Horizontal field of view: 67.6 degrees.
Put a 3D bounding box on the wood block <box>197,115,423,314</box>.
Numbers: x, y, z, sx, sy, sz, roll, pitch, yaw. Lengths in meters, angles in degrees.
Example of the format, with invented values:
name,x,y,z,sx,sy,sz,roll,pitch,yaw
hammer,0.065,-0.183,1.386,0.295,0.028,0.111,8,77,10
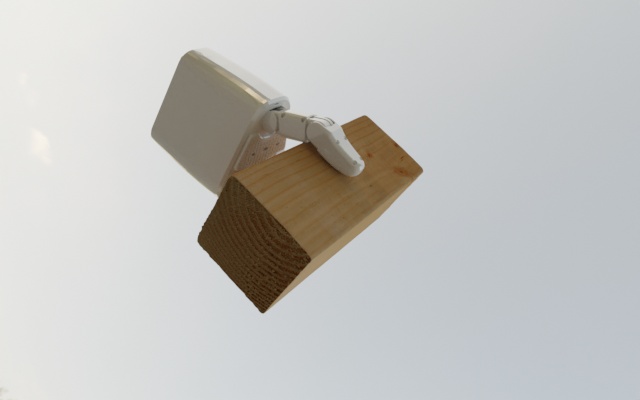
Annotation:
name,x,y,z,sx,sy,sz,roll,pitch,yaw
wood block,0.000,0.001,0.450,0.206,0.090,0.091,-33,-15,-49
